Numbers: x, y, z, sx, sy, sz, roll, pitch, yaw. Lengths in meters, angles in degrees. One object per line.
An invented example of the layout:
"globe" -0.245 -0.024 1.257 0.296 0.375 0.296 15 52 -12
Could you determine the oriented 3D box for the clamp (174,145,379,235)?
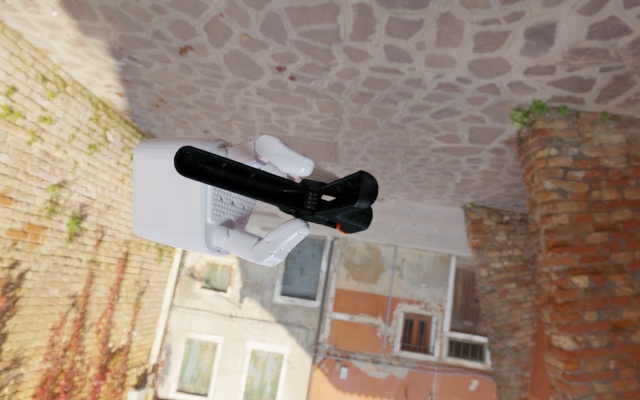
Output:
"clamp" 0.000 0.002 0.419 0.164 0.036 0.210 10 -9 30
